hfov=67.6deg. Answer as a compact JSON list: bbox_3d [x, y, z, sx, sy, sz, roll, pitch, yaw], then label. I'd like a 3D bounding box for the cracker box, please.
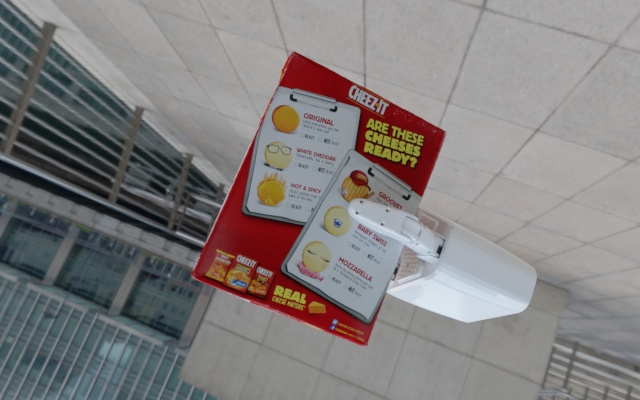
[{"bbox_3d":[0.000,0.002,0.443,0.164,0.213,0.072,25,-11,-13],"label":"cracker box"}]
